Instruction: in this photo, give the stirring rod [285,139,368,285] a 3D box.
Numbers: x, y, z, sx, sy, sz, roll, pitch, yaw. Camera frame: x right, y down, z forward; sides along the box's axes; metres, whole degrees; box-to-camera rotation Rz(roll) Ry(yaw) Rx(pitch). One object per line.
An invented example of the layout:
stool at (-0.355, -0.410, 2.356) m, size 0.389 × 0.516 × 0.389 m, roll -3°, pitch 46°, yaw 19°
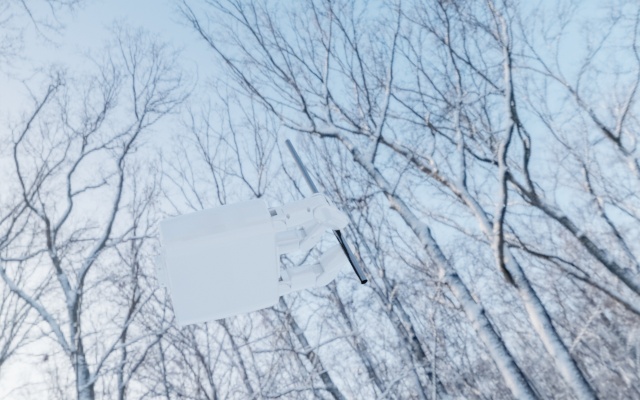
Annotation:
stirring rod at (0.000, 0.002, 0.558) m, size 0.011 × 0.011 × 0.239 m, roll 0°, pitch 42°, yaw -30°
